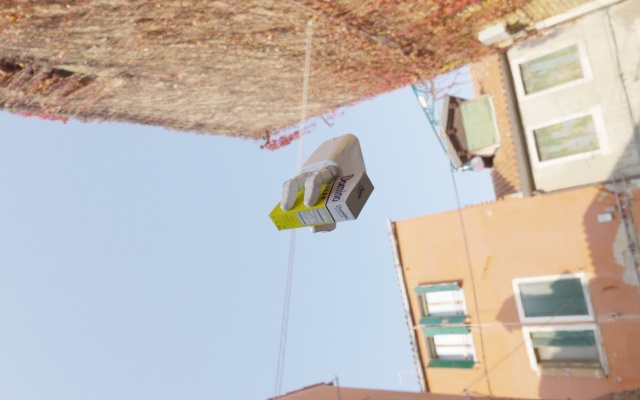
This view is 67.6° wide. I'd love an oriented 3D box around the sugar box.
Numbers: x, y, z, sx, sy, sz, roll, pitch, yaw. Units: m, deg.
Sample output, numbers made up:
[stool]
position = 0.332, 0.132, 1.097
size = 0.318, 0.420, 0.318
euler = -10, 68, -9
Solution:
[sugar box]
position = 0.000, 0.002, 0.851
size = 0.176, 0.048, 0.093
euler = -14, 29, 38
